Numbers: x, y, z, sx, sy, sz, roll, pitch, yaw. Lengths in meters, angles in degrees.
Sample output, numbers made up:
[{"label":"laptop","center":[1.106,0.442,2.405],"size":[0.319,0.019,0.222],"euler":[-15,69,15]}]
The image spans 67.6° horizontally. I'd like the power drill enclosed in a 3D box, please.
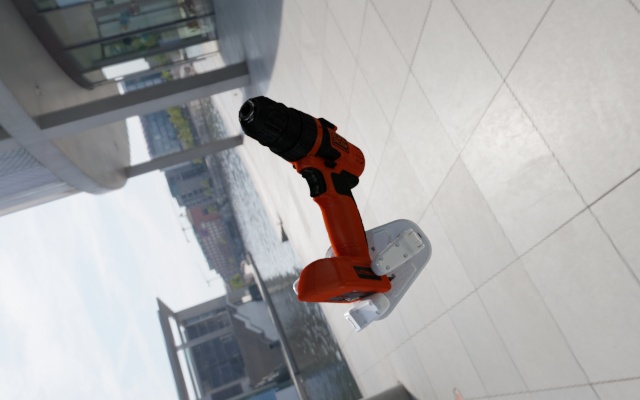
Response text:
[{"label":"power drill","center":[0.000,0.002,0.463],"size":[0.057,0.187,0.184],"euler":[-24,-25,30]}]
